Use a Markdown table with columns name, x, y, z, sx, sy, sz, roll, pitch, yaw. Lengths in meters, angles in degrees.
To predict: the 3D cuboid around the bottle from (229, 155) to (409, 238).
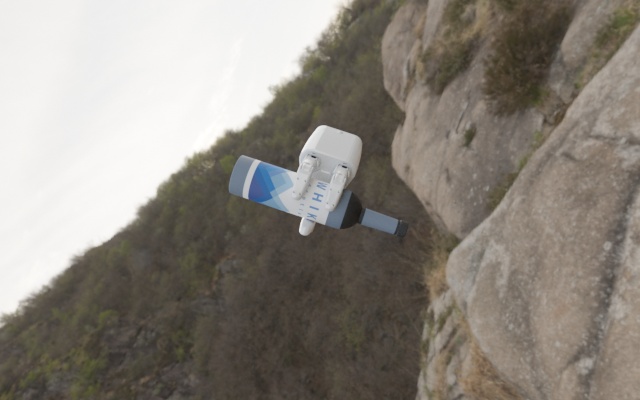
| name | x | y | z | sx | sy | sz | roll | pitch | yaw |
| --- | --- | --- | --- | --- | --- | --- | --- | --- | --- |
| bottle | 0.000 | 0.003 | 0.786 | 0.296 | 0.069 | 0.069 | 18 | 1 | 2 |
